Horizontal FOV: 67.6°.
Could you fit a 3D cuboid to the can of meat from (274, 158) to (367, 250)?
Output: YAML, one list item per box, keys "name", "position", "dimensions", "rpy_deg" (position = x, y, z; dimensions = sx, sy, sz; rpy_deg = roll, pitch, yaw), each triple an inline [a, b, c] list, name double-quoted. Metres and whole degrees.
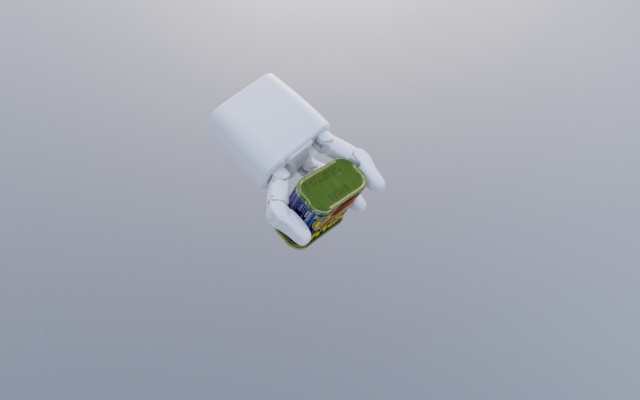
- name: "can of meat"
  position: [0.000, 0.002, 0.587]
  dimensions: [0.102, 0.057, 0.084]
  rpy_deg: [-33, -15, -39]
